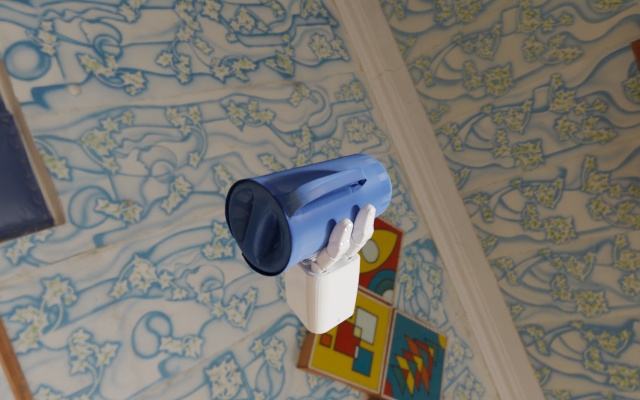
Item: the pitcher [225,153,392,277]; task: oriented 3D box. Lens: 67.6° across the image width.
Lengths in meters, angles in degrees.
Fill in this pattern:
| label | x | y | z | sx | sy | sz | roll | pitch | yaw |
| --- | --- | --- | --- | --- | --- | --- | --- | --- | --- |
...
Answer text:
| label | x | y | z | sx | sy | sz | roll | pitch | yaw |
| --- | --- | --- | --- | --- | --- | --- | --- | --- | --- |
| pitcher | 0.000 | 0.002 | 0.688 | 0.149 | 0.145 | 0.243 | 22 | 31 | 38 |
